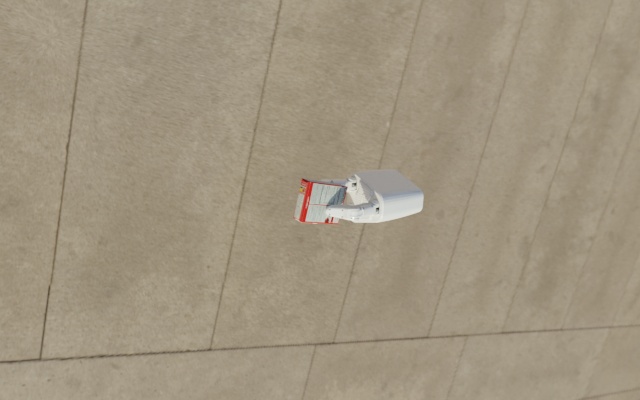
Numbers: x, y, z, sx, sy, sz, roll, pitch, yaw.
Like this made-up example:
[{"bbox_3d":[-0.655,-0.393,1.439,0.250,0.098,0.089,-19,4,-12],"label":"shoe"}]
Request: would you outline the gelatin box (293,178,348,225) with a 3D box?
[{"bbox_3d":[0.000,0.003,0.848,0.089,0.073,0.030,5,12,-39],"label":"gelatin box"}]
